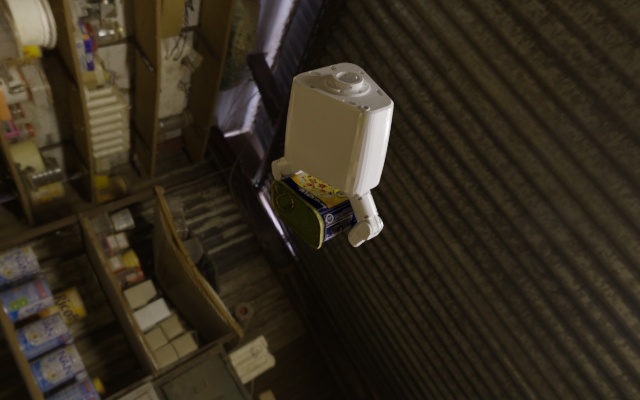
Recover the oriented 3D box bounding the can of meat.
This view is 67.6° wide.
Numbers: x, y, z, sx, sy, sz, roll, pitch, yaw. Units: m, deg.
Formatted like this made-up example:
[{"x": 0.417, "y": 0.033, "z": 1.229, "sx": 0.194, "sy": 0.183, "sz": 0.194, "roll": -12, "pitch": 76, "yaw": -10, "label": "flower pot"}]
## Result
[{"x": 0.000, "y": 0.002, "z": 0.597, "sx": 0.084, "sy": 0.057, "sz": 0.102, "roll": -24, "pitch": 46, "yaw": -31, "label": "can of meat"}]
